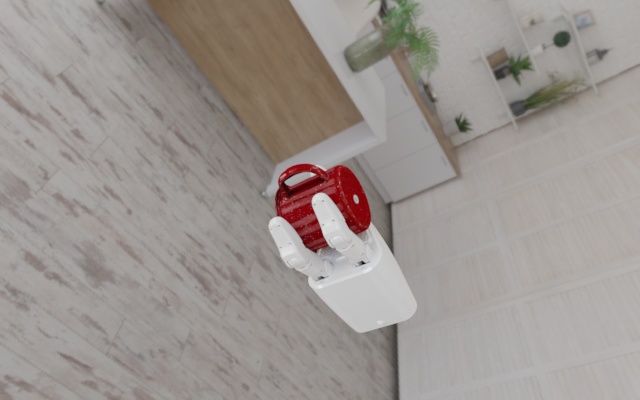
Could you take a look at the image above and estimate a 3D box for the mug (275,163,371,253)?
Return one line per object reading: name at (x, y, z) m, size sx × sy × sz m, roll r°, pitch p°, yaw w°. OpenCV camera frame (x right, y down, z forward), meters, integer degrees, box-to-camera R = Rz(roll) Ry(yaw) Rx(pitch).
mug at (0.000, 0.001, 0.549) m, size 0.081 × 0.117 × 0.093 m, roll -23°, pitch 35°, yaw 22°
